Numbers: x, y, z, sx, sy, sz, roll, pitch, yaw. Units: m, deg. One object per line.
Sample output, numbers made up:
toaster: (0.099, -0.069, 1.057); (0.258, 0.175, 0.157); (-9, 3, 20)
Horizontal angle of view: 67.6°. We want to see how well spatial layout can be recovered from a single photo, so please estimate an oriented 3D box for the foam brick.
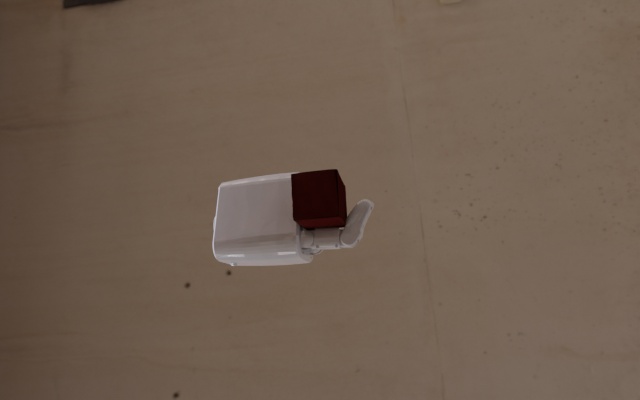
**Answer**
foam brick: (0.000, 0.002, 0.535); (0.051, 0.053, 0.078); (-4, -13, 8)
